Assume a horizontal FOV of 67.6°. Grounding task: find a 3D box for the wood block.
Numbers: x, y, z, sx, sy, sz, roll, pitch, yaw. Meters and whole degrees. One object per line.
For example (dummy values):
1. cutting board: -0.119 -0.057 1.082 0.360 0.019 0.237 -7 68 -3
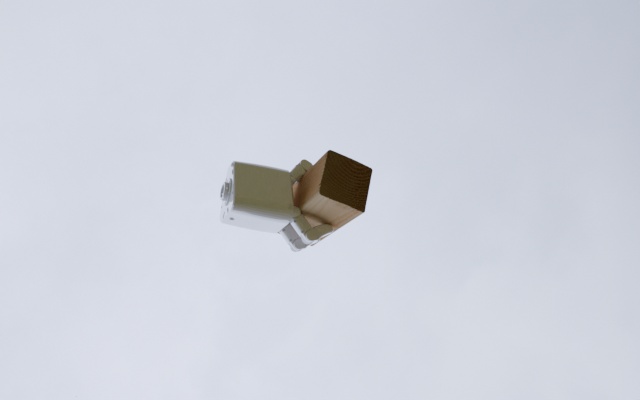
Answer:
1. wood block: 0.000 0.003 0.876 0.090 0.090 0.206 22 -29 -18
